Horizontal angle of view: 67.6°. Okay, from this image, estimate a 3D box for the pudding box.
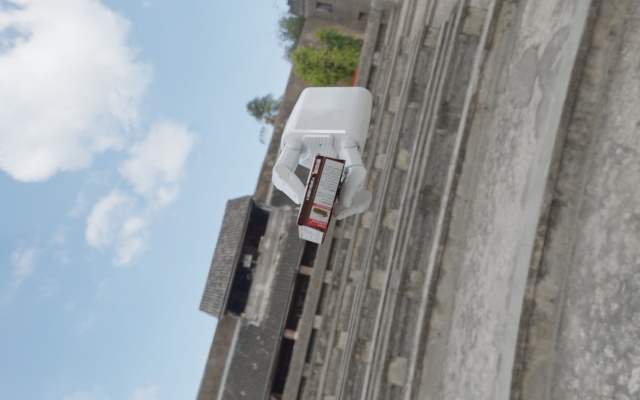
[{"bbox_3d":[0.000,0.002,0.590,0.039,0.090,0.113,14,-11,4],"label":"pudding box"}]
